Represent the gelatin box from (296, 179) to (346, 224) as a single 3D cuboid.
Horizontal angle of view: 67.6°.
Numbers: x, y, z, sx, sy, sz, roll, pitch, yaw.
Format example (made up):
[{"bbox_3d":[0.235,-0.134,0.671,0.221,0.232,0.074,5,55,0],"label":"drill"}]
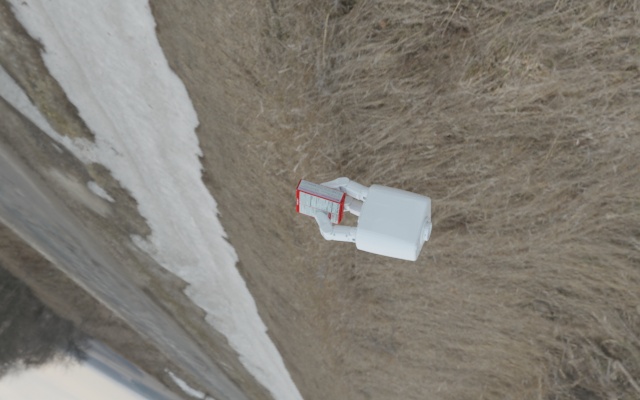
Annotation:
[{"bbox_3d":[0.000,0.003,0.878,0.089,0.030,0.073,17,-33,9],"label":"gelatin box"}]
